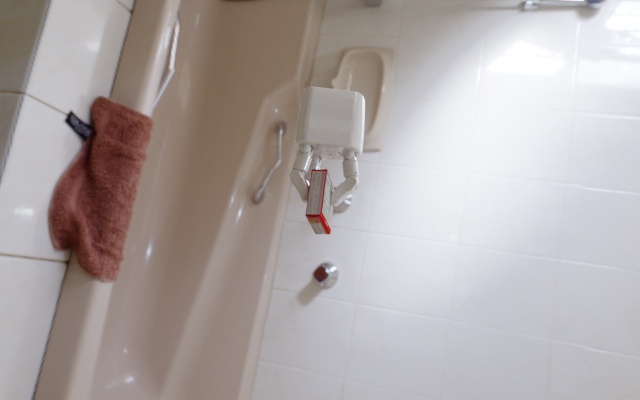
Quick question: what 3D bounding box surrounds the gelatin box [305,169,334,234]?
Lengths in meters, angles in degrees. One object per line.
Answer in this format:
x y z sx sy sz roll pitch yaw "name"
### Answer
0.001 0.003 0.800 0.030 0.089 0.073 -1 -28 13 "gelatin box"
